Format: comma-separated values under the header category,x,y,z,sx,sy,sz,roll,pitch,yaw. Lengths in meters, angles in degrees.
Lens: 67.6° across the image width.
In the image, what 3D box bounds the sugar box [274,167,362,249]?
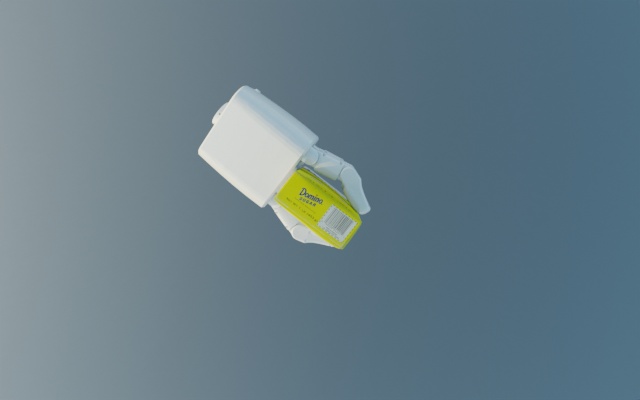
category,x,y,z,sx,sy,sz,roll,pitch,yaw
sugar box,0.000,0.001,0.591,0.093,0.048,0.176,38,8,-3
